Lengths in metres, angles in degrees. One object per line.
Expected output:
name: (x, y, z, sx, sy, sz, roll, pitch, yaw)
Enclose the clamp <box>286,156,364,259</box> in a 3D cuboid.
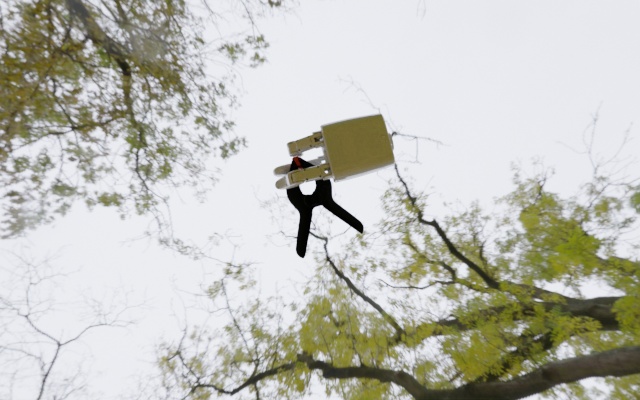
clamp: (0.000, 0.003, 0.810, 0.120, 0.171, 0.039, -14, -6, 0)
